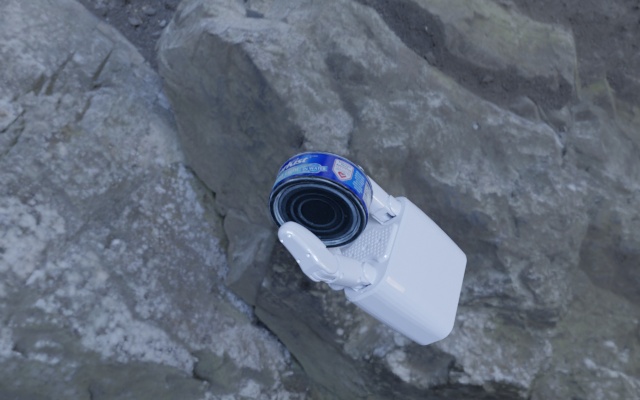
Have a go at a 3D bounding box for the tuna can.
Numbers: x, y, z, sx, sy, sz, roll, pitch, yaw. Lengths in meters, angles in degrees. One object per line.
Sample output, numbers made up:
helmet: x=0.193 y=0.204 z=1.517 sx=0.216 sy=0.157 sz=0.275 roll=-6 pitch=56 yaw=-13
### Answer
tuna can: x=0.000 y=0.002 z=0.405 sx=0.086 sy=0.086 sz=0.033 roll=0 pitch=43 yaw=17
